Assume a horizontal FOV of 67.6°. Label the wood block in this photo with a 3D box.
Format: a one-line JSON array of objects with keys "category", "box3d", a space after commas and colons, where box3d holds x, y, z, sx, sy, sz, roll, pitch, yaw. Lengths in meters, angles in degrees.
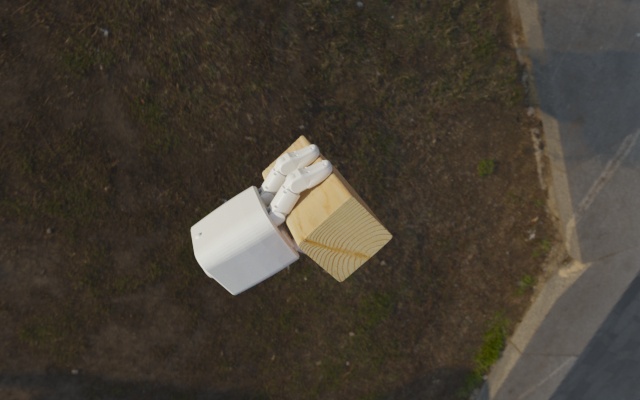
[{"category": "wood block", "box3d": [0.000, 0.003, 0.656, 0.091, 0.090, 0.206, 44, 7, -33]}]
